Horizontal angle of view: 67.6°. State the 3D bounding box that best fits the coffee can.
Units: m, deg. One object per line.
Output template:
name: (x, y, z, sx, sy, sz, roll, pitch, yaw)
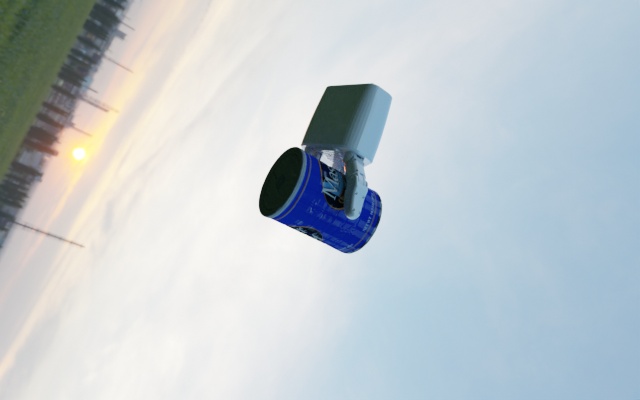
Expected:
coffee can: (0.000, 0.002, 0.664, 0.140, 0.102, 0.103, 27, -14, -29)
